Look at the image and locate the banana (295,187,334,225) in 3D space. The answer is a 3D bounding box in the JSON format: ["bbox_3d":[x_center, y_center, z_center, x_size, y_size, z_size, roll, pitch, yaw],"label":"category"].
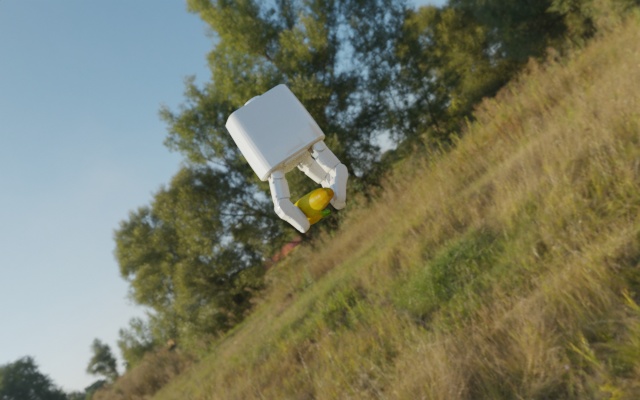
[{"bbox_3d":[-0.016,0.013,0.762,0.069,0.037,0.198,-32,-7,-5],"label":"banana"}]
